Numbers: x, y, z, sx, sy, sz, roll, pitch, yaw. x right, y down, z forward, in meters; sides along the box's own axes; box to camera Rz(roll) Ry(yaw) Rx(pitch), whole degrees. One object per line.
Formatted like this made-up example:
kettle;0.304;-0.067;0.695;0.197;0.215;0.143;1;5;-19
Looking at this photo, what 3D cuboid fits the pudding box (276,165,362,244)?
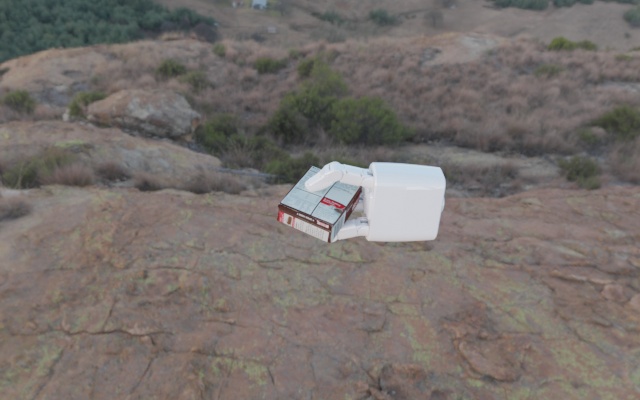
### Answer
pudding box;0.000;0.002;0.711;0.090;0.039;0.113;22;41;15
